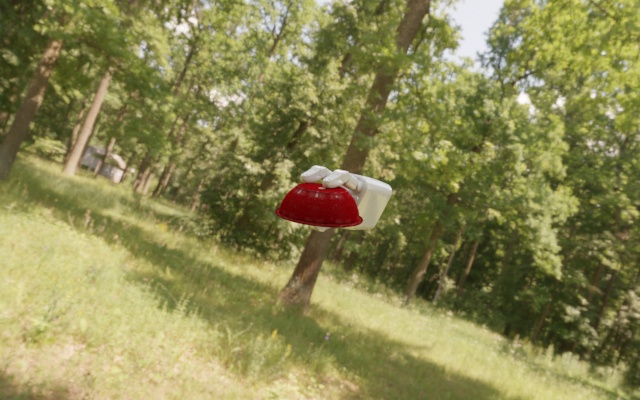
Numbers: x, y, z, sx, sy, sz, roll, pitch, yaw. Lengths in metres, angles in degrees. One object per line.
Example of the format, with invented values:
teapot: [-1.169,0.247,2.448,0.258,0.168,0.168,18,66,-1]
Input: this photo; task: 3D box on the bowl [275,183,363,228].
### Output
bowl: [0.000,0.003,0.864,0.162,0.055,0.162,6,11,-1]
